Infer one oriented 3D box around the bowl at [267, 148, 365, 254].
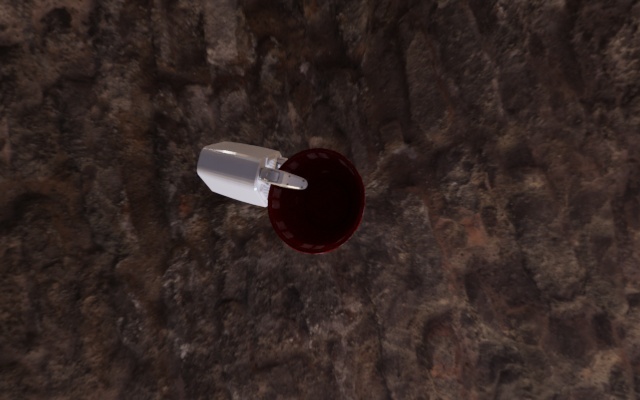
[{"bbox_3d":[0.001,0.003,0.744,0.162,0.162,0.055,0,-6,23],"label":"bowl"}]
